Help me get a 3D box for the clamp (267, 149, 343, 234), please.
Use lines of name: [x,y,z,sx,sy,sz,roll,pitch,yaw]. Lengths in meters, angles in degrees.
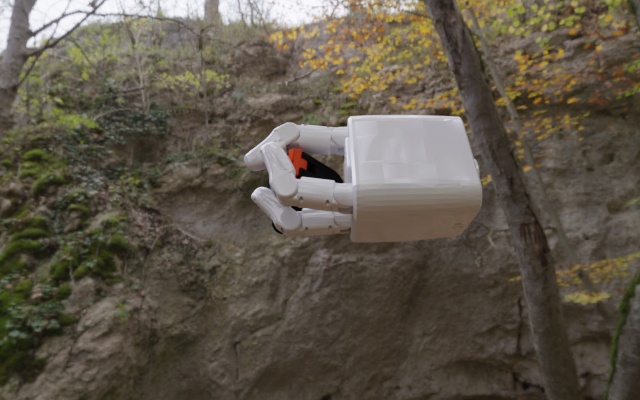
clamp: [0.000,0.001,0.506,0.120,0.039,0.171,-1,-22,1]
